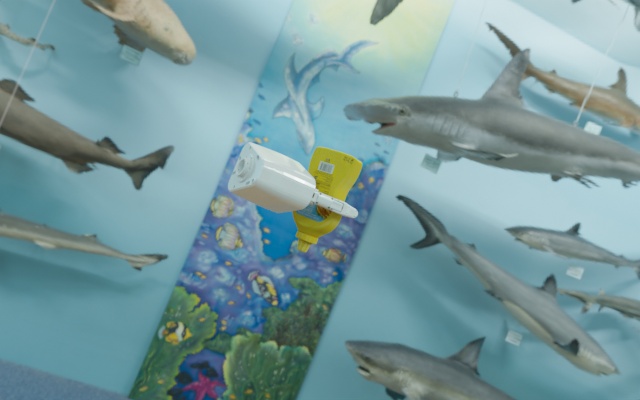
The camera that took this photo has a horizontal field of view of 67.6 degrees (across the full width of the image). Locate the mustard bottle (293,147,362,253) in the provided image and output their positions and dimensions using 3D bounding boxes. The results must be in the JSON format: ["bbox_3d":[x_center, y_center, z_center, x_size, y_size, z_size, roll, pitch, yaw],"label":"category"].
[{"bbox_3d":[0.000,0.003,0.871,0.096,0.191,0.058,20,-3,32],"label":"mustard bottle"}]
